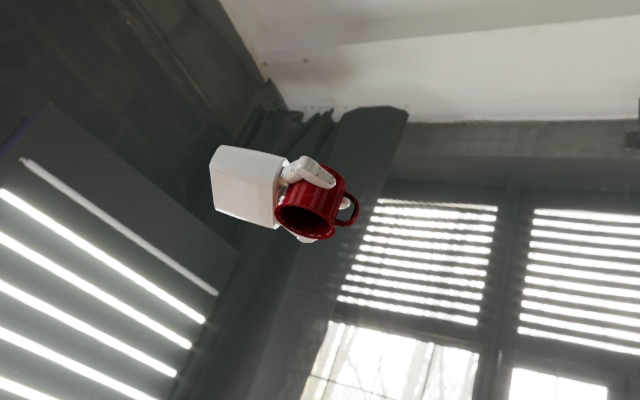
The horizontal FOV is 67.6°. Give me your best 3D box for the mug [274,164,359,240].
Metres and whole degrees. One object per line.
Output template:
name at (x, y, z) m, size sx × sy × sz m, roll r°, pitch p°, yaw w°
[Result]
mug at (0.002, 0.002, 0.704) m, size 0.117 × 0.081 × 0.093 m, roll 15°, pitch -30°, yaw 11°
